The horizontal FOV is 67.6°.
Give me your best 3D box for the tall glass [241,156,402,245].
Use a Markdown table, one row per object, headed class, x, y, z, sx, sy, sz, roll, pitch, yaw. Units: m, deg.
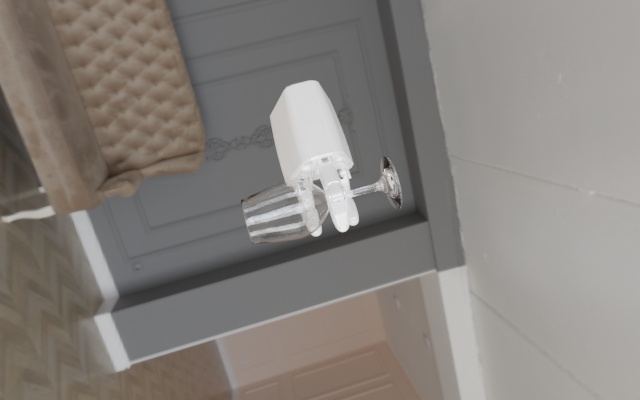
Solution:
| class | x | y | z | sx | sy | sz | roll | pitch | yaw |
| --- | --- | --- | --- | --- | --- | --- | --- | --- | --- |
| tall glass | 0.001 | 0.002 | 0.631 | 0.201 | 0.079 | 0.079 | -16 | 2 | -6 |
